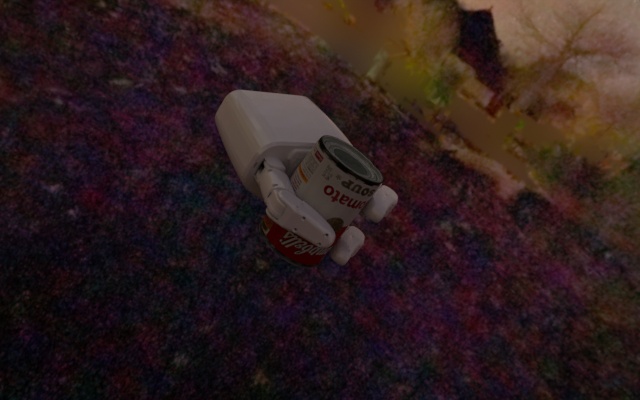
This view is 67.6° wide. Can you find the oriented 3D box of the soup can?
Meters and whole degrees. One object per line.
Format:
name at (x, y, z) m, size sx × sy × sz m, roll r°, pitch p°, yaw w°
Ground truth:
soup can at (0.000, 0.001, 0.428) m, size 0.068 × 0.102 × 0.068 m, roll 31°, pitch 23°, yaw -14°
